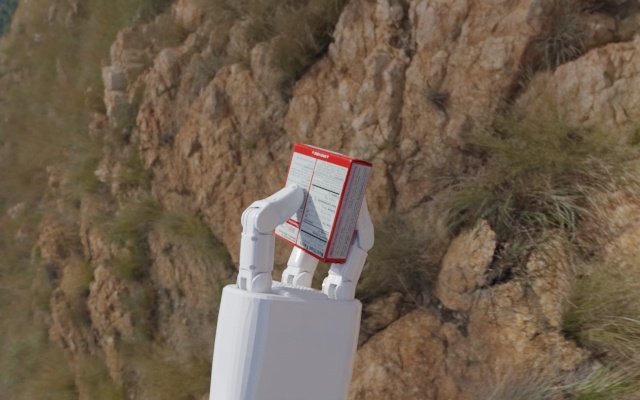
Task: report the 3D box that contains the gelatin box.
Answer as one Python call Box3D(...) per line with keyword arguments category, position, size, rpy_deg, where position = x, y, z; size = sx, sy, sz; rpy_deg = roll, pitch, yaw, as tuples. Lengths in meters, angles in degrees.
Box3D(category="gelatin box", position=(0.000, 0.001, 0.413), size=(0.030, 0.089, 0.073), rpy_deg=(7, 11, -44))
